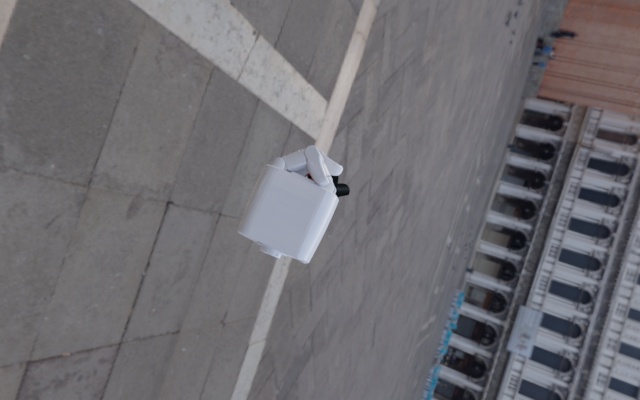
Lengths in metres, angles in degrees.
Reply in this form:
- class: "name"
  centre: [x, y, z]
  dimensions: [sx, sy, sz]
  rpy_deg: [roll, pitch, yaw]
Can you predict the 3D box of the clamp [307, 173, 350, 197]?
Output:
- class: "clamp"
  centre: [0.001, 0.003, 0.797]
  dimensions: [0.039, 0.120, 0.171]
  rpy_deg: [23, -10, 21]
